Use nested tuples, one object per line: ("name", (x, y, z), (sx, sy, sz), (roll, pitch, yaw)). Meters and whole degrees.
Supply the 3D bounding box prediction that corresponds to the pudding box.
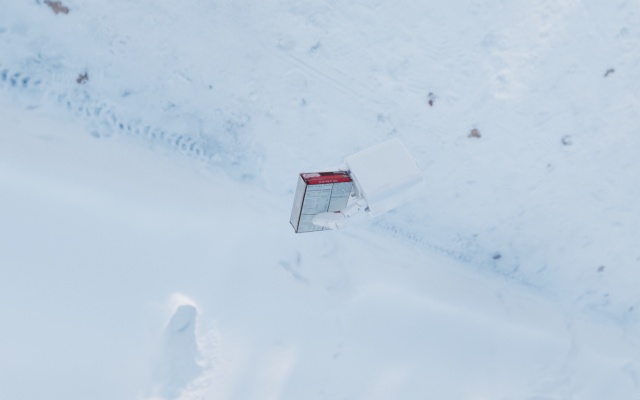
("pudding box", (0.000, 0.003, 0.840), (0.090, 0.114, 0.039), (-4, 38, -23))
